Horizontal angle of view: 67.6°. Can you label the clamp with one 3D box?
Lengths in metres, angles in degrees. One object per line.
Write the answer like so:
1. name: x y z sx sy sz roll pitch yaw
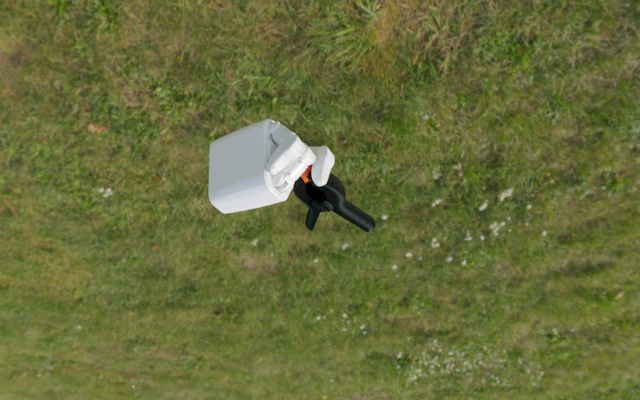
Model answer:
1. clamp: 0.000 0.003 0.736 0.120 0.039 0.172 -12 -42 28
